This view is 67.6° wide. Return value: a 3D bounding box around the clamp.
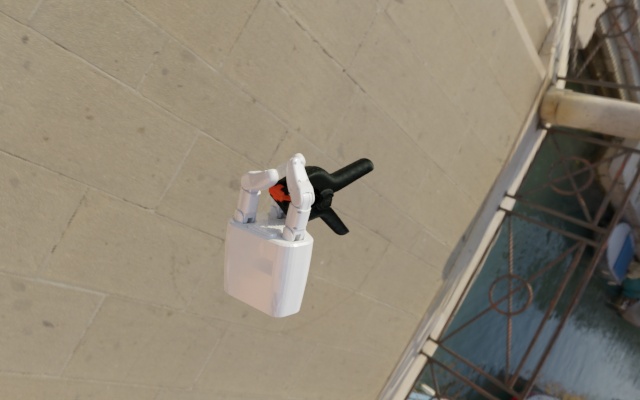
[{"bbox_3d":[0.000,0.002,0.653,0.171,0.120,0.039,-7,24,-40],"label":"clamp"}]
